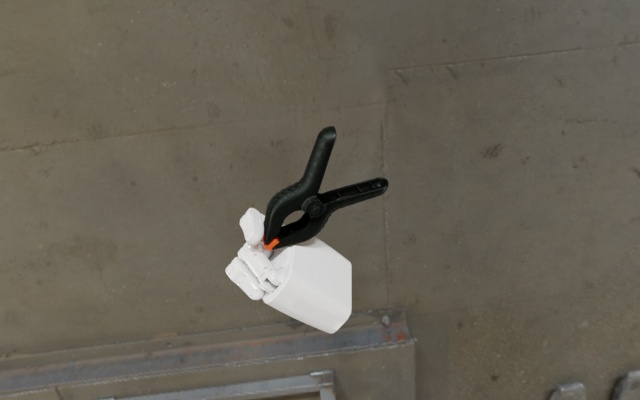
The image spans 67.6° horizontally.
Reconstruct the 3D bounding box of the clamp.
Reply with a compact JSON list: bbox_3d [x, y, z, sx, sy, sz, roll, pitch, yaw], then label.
[{"bbox_3d":[0.000,0.002,0.588,0.120,0.171,0.039,33,21,-25],"label":"clamp"}]
